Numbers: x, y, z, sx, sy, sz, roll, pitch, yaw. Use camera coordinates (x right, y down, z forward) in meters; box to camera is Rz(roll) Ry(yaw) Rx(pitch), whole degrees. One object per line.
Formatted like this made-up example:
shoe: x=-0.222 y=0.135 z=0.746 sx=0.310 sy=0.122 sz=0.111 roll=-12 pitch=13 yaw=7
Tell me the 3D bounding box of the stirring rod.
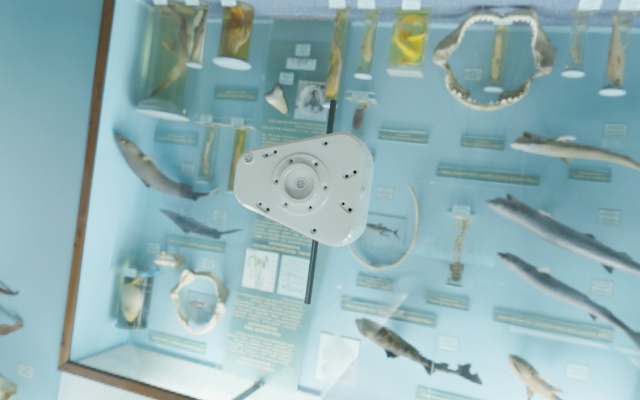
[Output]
stirring rod: x=0.000 y=0.002 z=0.560 sx=0.011 sy=0.239 sz=0.011 roll=7 pitch=0 yaw=0
